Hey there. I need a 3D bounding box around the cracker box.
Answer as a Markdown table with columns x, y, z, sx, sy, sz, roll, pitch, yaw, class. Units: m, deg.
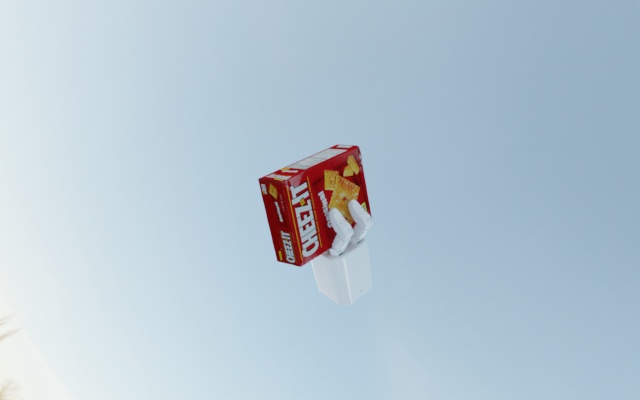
| x | y | z | sx | sy | sz | roll | pitch | yaw | class |
| --- | --- | --- | --- | --- | --- | --- | --- | --- | --- |
| 0.000 | 0.003 | 0.893 | 0.072 | 0.164 | 0.213 | 7 | 26 | 43 | cracker box |
